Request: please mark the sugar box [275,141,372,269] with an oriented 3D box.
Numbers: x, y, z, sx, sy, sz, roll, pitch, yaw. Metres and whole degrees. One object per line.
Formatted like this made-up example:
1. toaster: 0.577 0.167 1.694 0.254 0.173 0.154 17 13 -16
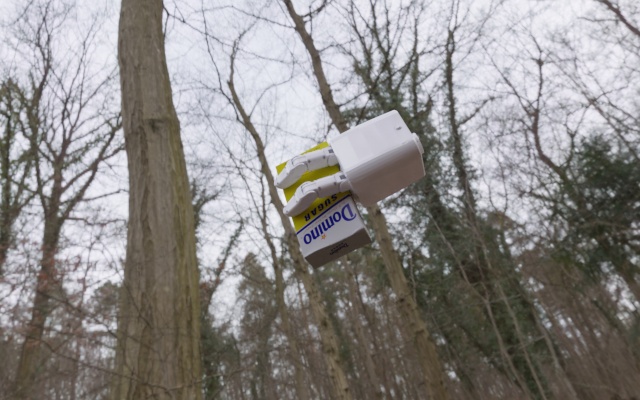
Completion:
1. sugar box: 0.000 0.002 0.695 0.093 0.176 0.048 -27 -40 7
